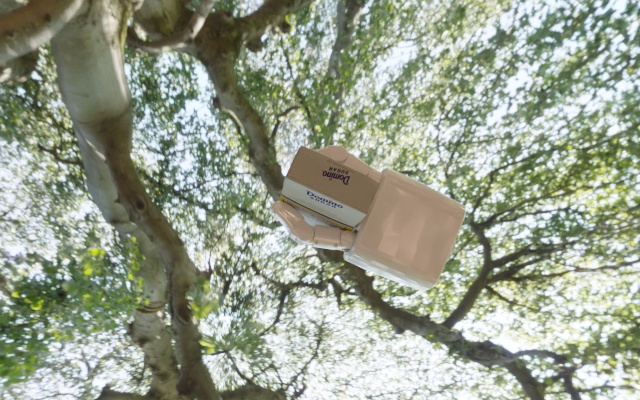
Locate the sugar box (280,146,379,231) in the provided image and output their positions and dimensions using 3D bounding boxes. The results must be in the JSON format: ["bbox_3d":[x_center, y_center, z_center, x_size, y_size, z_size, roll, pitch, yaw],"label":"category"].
[{"bbox_3d":[0.000,0.001,0.561,0.093,0.048,0.176,25,-20,-2],"label":"sugar box"}]
